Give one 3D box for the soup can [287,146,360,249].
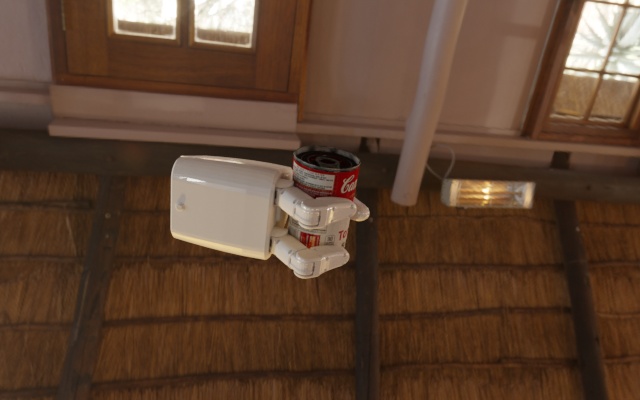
[{"bbox_3d":[0.001,0.002,0.501,0.068,0.102,0.068,7,24,-3],"label":"soup can"}]
